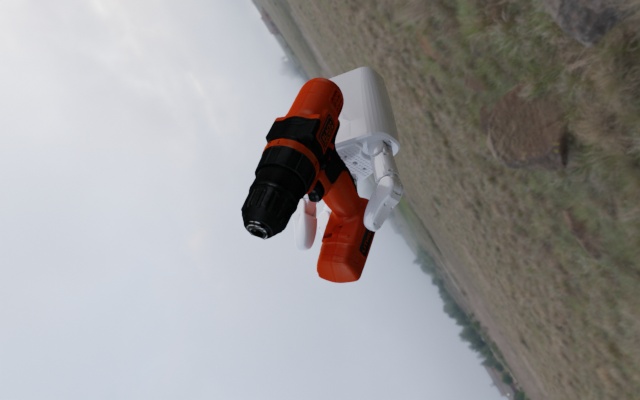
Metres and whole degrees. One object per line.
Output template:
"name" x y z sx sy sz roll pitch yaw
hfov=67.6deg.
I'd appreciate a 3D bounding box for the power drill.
"power drill" 0.000 0.002 0.475 0.057 0.184 0.188 4 -40 26
